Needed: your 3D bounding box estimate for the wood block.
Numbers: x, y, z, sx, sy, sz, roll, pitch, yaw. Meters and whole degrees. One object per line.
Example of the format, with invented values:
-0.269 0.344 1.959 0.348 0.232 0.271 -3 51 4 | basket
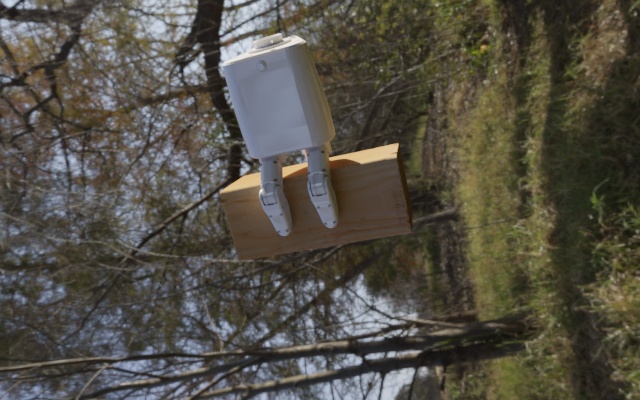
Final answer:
0.000 0.001 0.574 0.206 0.090 0.090 -10 14 14 | wood block
